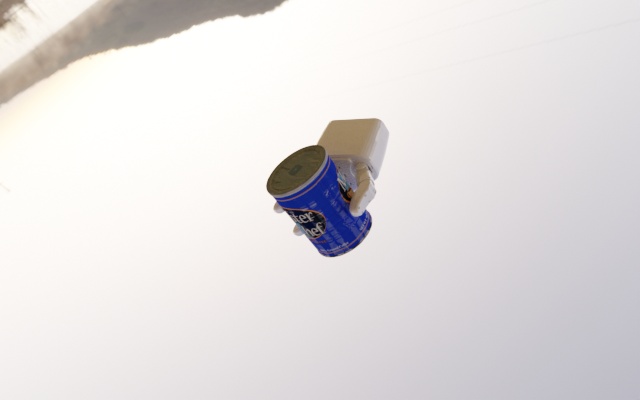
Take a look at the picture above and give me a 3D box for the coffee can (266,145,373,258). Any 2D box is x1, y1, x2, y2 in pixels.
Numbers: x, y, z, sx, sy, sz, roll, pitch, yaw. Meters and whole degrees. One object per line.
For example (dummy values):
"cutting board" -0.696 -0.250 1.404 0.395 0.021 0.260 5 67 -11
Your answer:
"coffee can" 0.000 0.002 0.715 0.103 0.102 0.140 0 -43 46
